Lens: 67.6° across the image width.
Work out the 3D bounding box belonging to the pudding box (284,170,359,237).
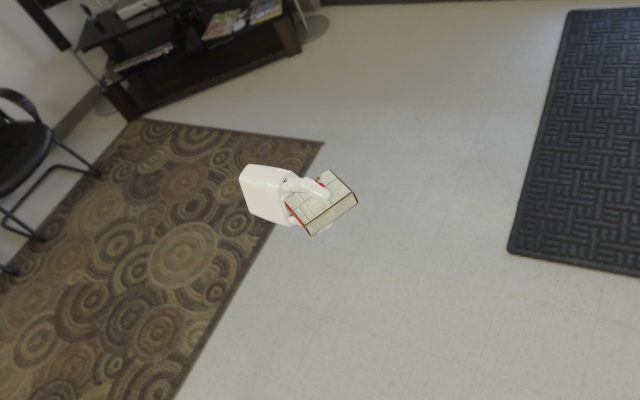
[{"bbox_3d":[0.000,0.003,0.896,0.113,0.039,0.090,-36,46,-6],"label":"pudding box"}]
